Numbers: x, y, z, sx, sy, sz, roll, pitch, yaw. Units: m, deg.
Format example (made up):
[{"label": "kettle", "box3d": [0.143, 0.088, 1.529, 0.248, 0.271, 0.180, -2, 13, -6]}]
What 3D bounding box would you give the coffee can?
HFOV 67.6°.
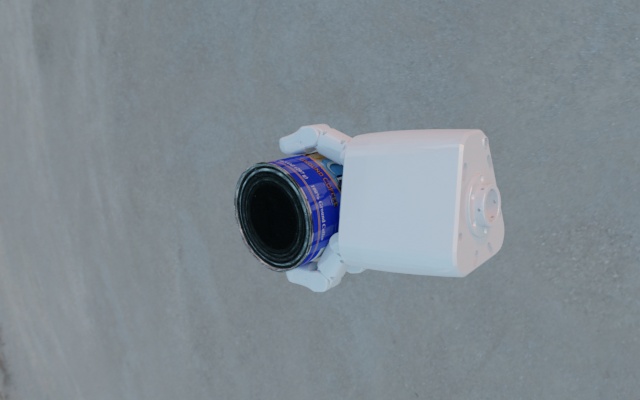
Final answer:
[{"label": "coffee can", "box3d": [0.000, 0.001, 0.481, 0.103, 0.103, 0.140, 0, 12, 43]}]
